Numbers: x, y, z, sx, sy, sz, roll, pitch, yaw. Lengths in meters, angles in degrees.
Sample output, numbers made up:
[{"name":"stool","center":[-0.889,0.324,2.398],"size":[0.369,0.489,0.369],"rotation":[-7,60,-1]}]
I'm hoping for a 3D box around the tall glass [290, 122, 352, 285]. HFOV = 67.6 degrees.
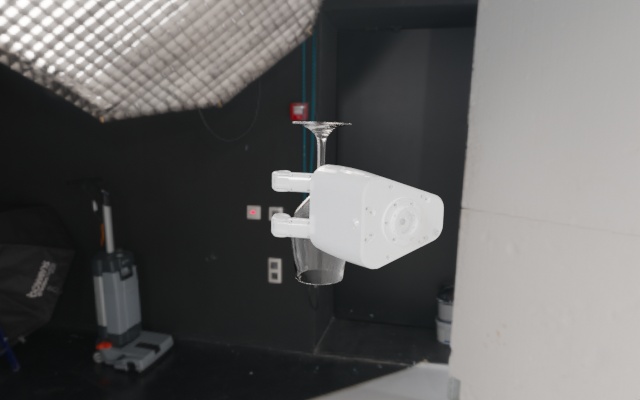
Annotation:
[{"name":"tall glass","center":[0.000,0.001,0.607],"size":[0.079,0.201,0.079],"rotation":[1,9,0]}]
